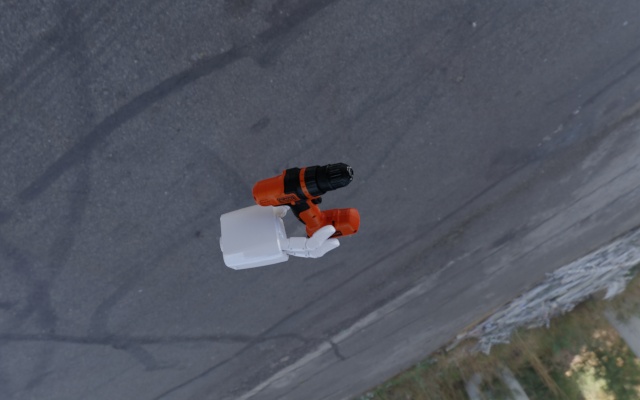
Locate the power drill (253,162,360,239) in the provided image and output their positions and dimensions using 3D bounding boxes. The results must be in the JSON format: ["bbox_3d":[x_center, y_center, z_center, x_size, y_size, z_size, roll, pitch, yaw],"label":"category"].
[{"bbox_3d":[0.000,0.003,0.850,0.184,0.057,0.188,-10,-34,26],"label":"power drill"}]
